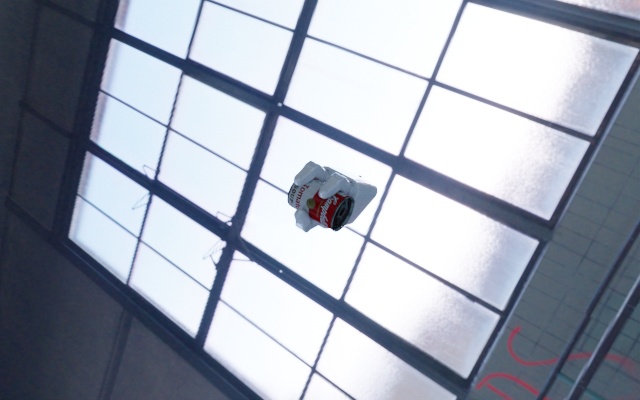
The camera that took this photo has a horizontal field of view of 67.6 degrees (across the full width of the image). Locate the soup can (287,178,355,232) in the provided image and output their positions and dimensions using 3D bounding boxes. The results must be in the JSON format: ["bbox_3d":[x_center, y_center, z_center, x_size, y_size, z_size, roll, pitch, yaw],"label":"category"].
[{"bbox_3d":[0.000,0.003,0.848,0.102,0.068,0.068,29,13,25],"label":"soup can"}]
